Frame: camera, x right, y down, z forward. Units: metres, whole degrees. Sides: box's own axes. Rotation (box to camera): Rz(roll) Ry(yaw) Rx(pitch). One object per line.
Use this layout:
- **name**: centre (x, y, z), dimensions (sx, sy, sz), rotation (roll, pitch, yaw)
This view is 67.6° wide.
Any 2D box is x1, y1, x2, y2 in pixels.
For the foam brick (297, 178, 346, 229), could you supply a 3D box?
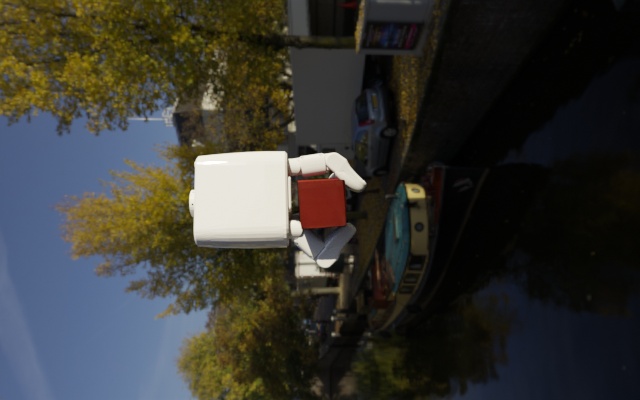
- **foam brick**: centre (0.000, 0.002, 0.551), dimensions (0.051, 0.053, 0.078), rotation (-3, 4, -3)
